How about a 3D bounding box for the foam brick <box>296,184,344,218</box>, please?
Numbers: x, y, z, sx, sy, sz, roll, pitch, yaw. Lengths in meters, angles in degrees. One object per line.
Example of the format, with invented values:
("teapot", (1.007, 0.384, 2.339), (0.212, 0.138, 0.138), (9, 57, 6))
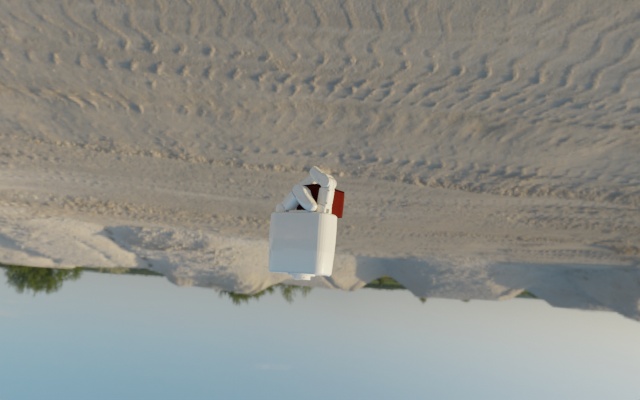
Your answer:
("foam brick", (0.000, 0.003, 0.883), (0.053, 0.051, 0.078), (-5, -14, 39))
